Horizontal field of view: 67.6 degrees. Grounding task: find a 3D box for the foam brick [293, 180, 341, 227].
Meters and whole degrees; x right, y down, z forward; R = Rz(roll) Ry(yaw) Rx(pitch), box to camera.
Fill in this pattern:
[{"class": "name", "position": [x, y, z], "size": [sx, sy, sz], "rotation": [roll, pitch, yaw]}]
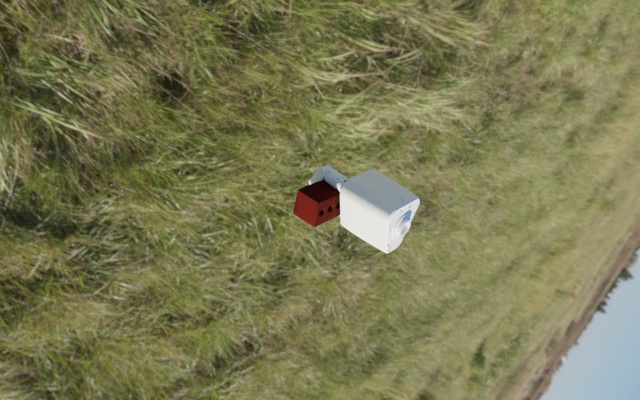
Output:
[{"class": "foam brick", "position": [0.000, 0.003, 0.842], "size": [0.051, 0.053, 0.078], "rotation": [34, 39, 31]}]
